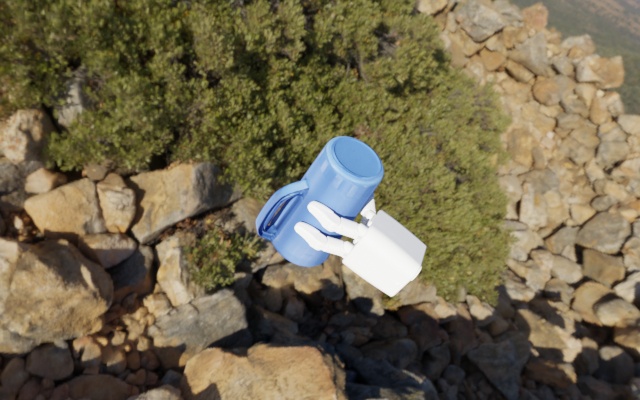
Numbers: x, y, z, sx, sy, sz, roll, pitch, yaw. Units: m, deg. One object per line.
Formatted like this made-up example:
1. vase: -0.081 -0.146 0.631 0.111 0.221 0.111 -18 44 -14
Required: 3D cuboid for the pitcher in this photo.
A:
1. pitcher: 0.000 0.003 0.850 0.149 0.145 0.243 -47 -7 -47
